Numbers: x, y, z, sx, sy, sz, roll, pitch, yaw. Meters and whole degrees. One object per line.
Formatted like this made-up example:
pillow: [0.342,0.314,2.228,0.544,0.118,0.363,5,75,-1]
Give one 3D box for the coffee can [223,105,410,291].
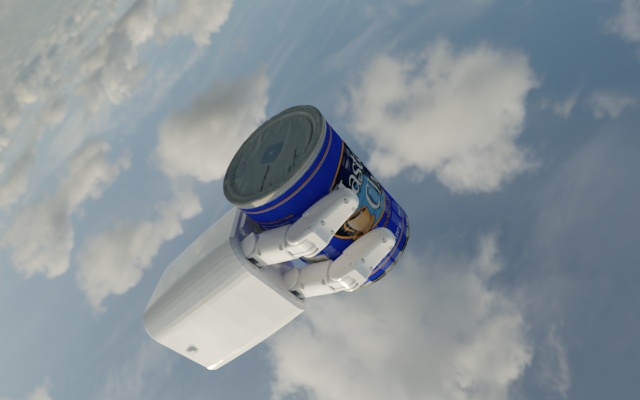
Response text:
coffee can: [0.000,0.001,0.421,0.103,0.102,0.140,0,-35,45]
